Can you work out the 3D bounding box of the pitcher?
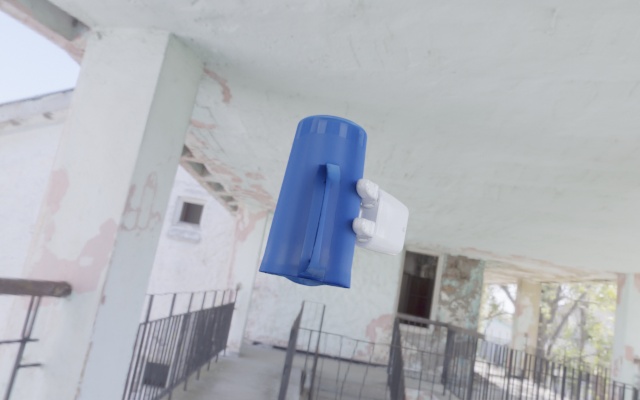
[{"bbox_3d":[0.000,0.002,0.693,0.149,0.242,0.145,2,-13,38],"label":"pitcher"}]
